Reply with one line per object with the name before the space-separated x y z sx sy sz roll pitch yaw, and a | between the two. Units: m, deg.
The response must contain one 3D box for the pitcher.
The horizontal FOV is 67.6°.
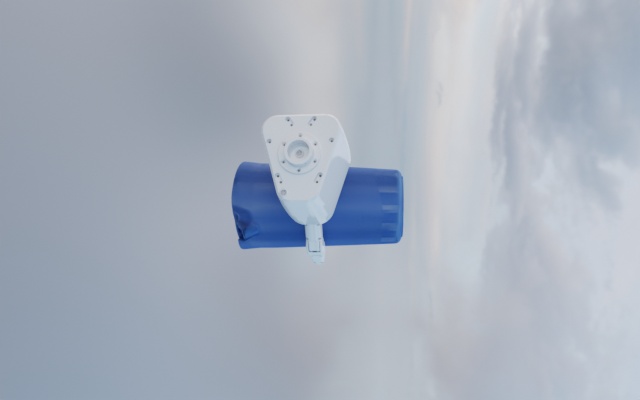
pitcher | 0.000 0.002 0.717 0.243 0.149 0.145 0 -16 8
